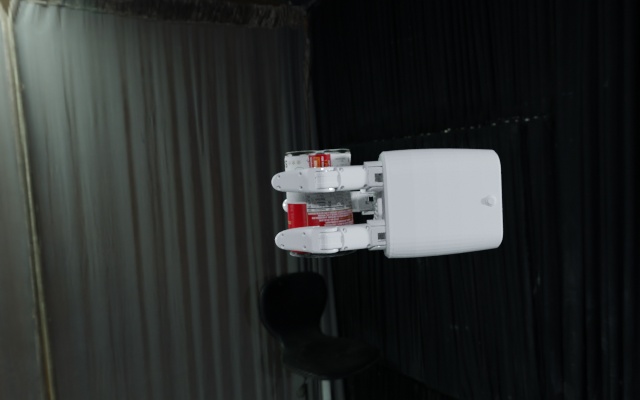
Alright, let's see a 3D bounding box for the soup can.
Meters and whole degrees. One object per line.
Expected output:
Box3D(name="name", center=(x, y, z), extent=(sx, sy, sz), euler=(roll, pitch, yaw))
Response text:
Box3D(name="soup can", center=(0.000, 0.001, 0.481), extent=(0.068, 0.102, 0.068), euler=(-3, 4, 0))
